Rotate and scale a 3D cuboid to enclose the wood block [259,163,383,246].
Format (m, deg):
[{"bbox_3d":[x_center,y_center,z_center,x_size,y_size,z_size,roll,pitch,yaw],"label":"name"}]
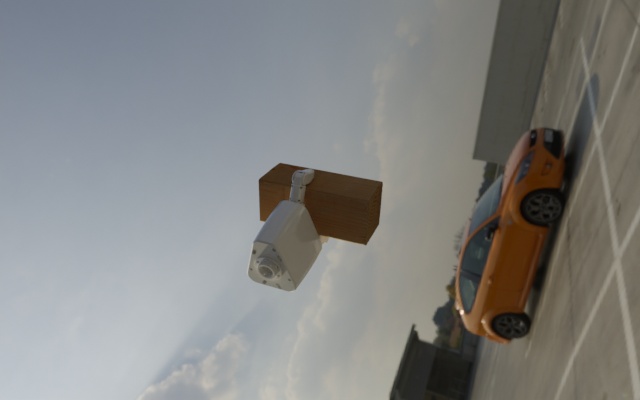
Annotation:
[{"bbox_3d":[0.000,0.003,0.870,0.206,0.091,0.090,12,29,19],"label":"wood block"}]
